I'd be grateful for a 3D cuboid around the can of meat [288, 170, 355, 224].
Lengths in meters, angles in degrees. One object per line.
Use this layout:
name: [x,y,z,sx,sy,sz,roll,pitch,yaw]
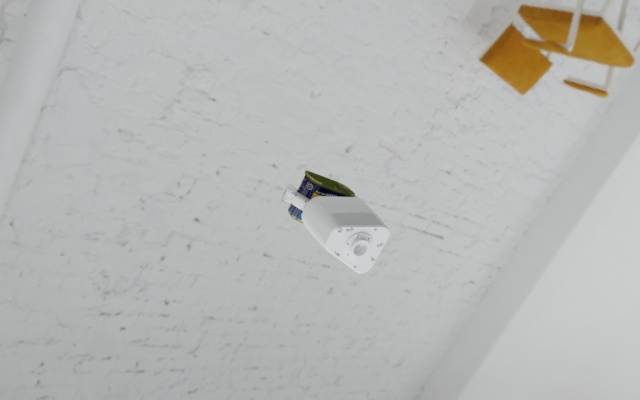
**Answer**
can of meat: [0.000,0.003,0.882,0.102,0.084,0.057,19,16,-33]
